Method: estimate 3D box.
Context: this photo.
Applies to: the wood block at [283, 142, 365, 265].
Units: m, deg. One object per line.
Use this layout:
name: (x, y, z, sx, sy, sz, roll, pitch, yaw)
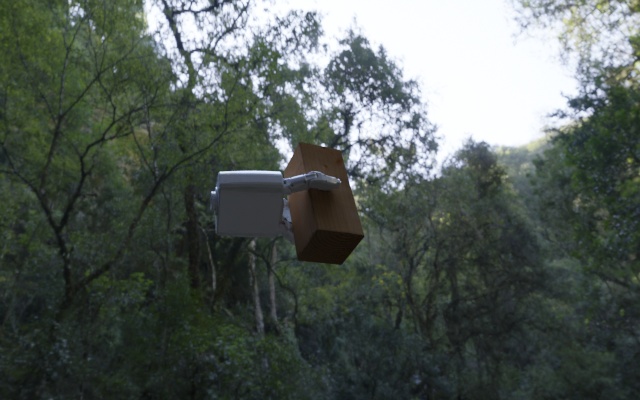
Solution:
wood block: (0.000, 0.002, 0.863, 0.090, 0.206, 0.091, 9, -43, -24)
